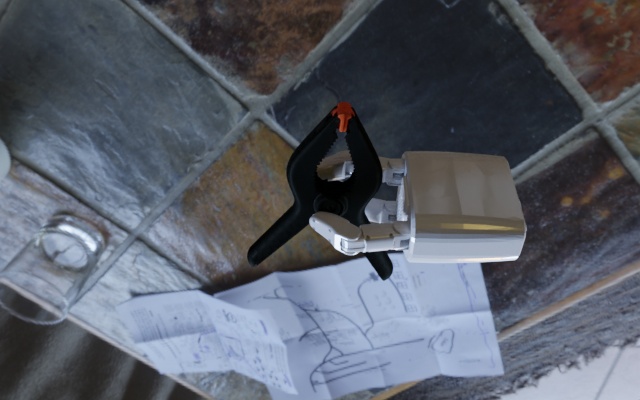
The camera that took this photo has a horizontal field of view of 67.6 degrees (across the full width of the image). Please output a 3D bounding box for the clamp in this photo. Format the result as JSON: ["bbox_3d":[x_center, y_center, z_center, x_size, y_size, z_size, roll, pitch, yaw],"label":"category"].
[{"bbox_3d":[0.000,0.002,0.490,0.164,0.210,0.036,0,35,0],"label":"clamp"}]
